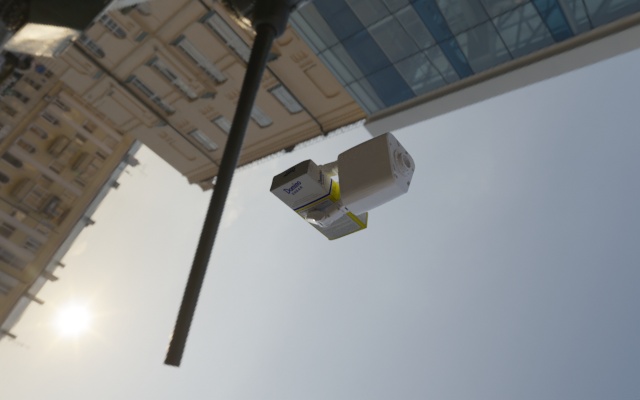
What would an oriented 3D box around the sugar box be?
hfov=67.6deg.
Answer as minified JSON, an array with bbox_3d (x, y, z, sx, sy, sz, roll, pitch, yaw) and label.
[{"bbox_3d":[0.000,0.002,0.885,0.093,0.048,0.176,-23,-52,33],"label":"sugar box"}]
